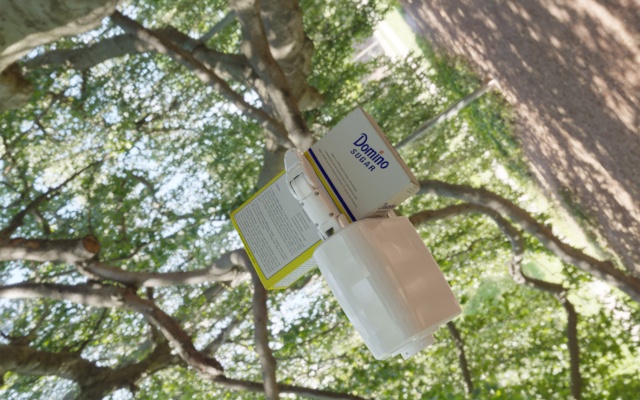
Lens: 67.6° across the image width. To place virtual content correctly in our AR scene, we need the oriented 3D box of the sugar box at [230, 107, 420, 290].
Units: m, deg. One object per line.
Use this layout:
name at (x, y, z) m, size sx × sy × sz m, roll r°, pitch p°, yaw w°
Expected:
sugar box at (0.000, 0.002, 0.468) m, size 0.176 × 0.093 × 0.048 m, roll -36°, pitch -21°, yaw 15°
